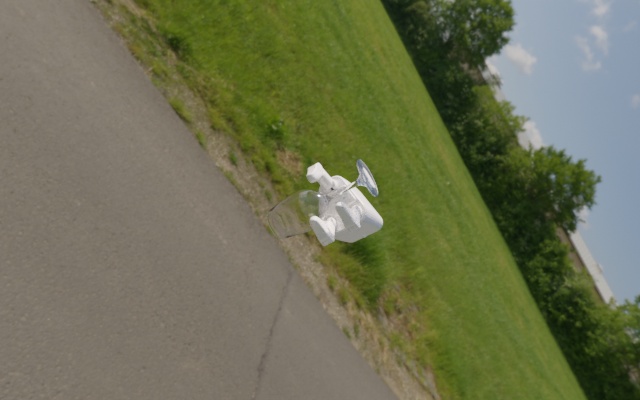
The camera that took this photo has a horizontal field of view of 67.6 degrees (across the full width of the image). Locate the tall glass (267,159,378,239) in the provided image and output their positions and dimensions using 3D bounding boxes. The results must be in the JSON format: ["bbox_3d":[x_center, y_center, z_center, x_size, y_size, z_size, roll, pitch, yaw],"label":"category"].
[{"bbox_3d":[0.001,0.002,0.873,0.201,0.079,0.079,-27,-9,19],"label":"tall glass"}]
